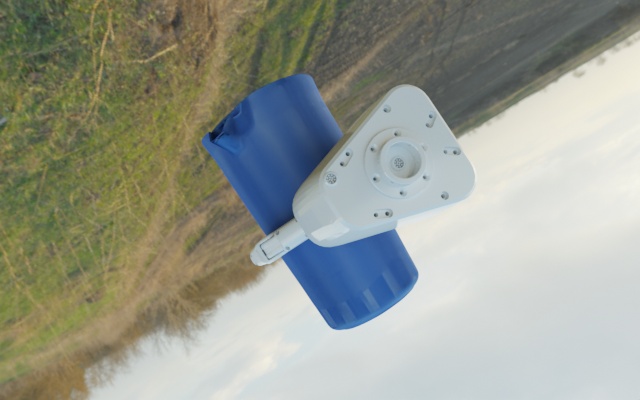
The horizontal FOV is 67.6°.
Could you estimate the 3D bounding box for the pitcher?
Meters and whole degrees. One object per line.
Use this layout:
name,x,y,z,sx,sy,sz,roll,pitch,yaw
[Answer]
pitcher,0.000,0.002,0.503,0.149,0.243,0.145,-31,-3,-15
